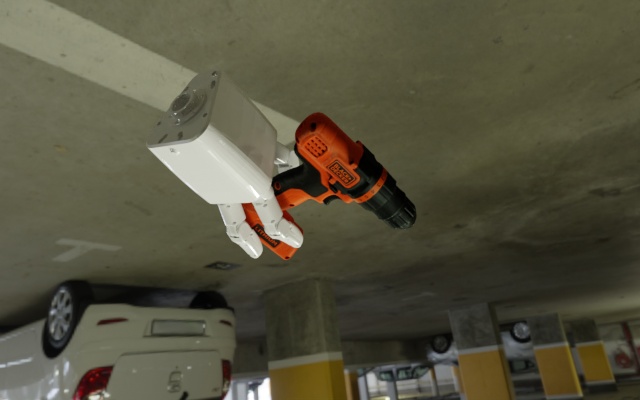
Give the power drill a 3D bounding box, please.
[{"bbox_3d":[0.000,0.002,0.592,0.188,0.184,0.057,-35,22,32],"label":"power drill"}]
